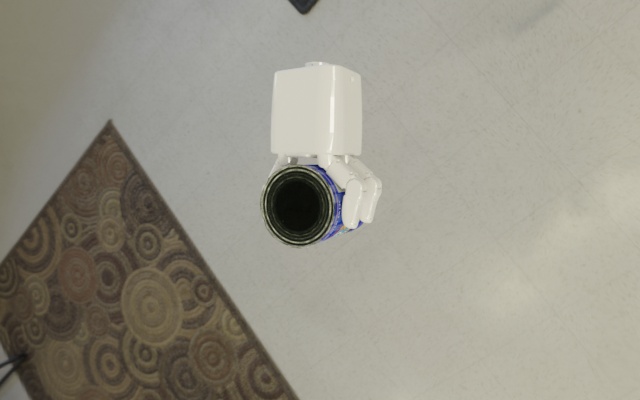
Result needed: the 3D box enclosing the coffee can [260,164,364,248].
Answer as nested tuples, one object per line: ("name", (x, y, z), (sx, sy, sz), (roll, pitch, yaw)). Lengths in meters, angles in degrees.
("coffee can", (0.000, 0.002, 0.637), (0.103, 0.103, 0.140), (0, 4, 25))
